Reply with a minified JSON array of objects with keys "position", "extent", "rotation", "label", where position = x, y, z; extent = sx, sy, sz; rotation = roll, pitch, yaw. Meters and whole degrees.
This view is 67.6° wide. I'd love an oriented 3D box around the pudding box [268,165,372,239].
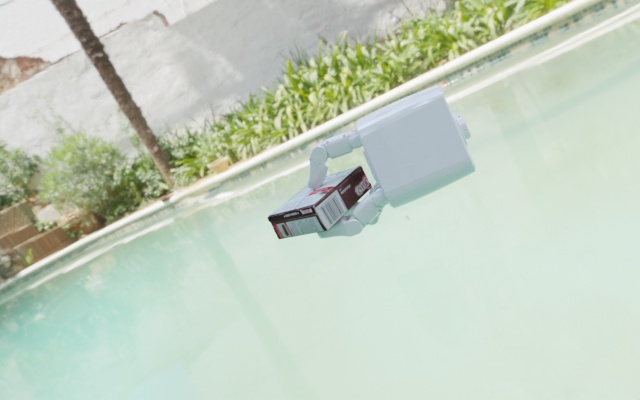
[{"position":[0.000,0.002,0.616],"extent":[0.090,0.039,0.113],"rotation":[-15,17,44],"label":"pudding box"}]
